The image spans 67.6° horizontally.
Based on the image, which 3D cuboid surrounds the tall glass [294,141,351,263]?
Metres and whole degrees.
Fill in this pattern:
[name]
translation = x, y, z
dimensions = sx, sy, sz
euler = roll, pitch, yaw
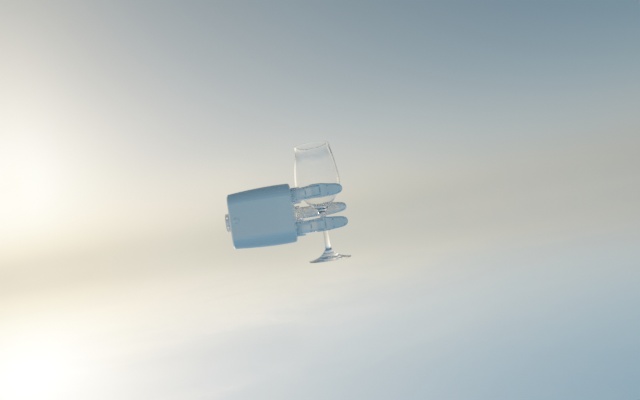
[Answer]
[tall glass]
translation = 0.000, 0.003, 0.819
dimensions = 0.079, 0.201, 0.079
euler = -9, -3, -1
